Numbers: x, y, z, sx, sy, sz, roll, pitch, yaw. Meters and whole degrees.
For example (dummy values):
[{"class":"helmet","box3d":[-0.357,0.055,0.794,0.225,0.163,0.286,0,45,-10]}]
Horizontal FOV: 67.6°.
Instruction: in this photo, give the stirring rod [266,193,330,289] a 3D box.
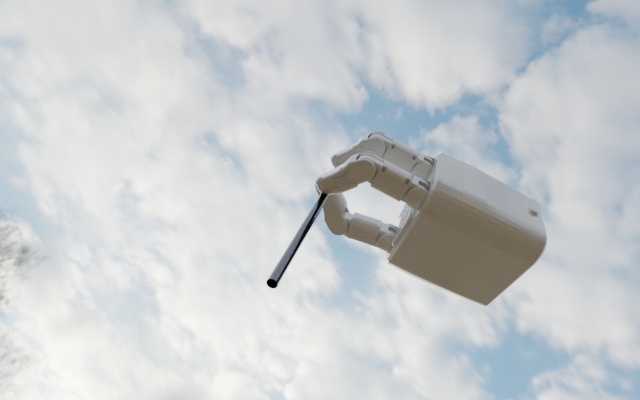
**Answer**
[{"class":"stirring rod","box3d":[0.000,0.001,0.418,0.011,0.011,0.239,0,27,17]}]
